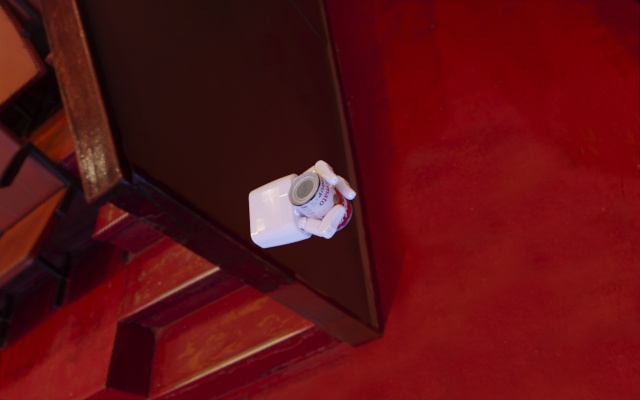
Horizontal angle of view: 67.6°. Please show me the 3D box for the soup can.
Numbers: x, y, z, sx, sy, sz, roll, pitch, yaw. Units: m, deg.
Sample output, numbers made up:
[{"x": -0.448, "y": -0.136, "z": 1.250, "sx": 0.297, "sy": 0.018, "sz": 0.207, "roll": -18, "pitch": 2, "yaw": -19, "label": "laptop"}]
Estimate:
[{"x": 0.000, "y": 0.003, "z": 0.834, "sx": 0.068, "sy": 0.068, "sz": 0.102, "roll": 0, "pitch": -28, "yaw": 41, "label": "soup can"}]
